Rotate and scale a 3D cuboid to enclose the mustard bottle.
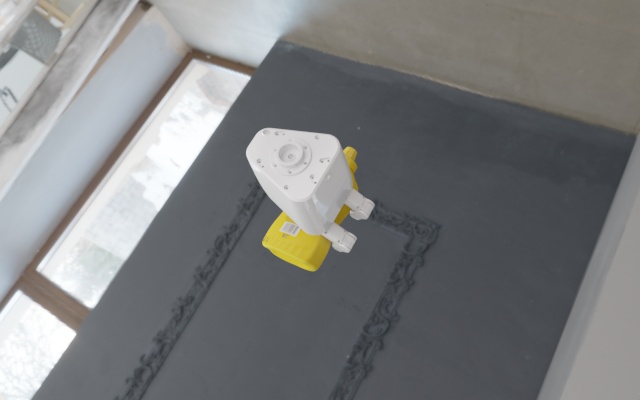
[{"bbox_3d":[0.000,0.003,0.694,0.096,0.191,0.058,16,-21,42],"label":"mustard bottle"}]
